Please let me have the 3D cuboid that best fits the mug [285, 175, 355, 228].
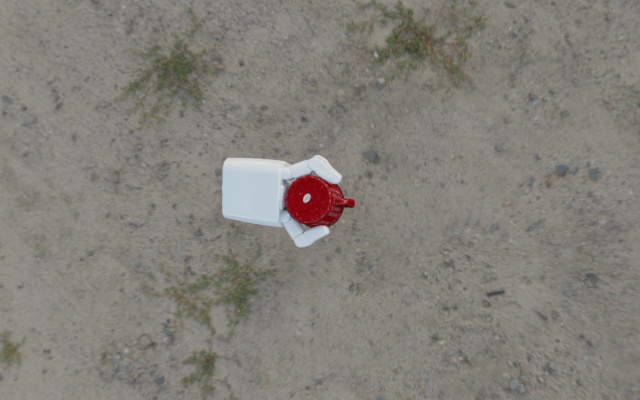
[{"bbox_3d":[0.001,0.003,0.810,0.117,0.093,0.081,5,-3,14],"label":"mug"}]
